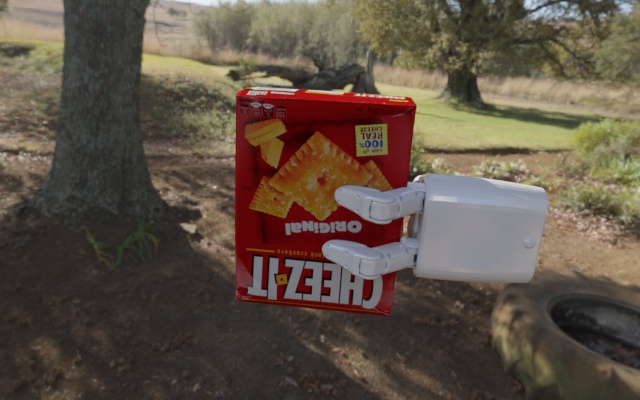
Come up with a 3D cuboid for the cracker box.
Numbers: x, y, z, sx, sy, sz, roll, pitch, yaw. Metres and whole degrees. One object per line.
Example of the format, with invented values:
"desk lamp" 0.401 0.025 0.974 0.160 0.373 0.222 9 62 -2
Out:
"cracker box" 0.000 0.001 0.476 0.164 0.214 0.072 5 18 4
